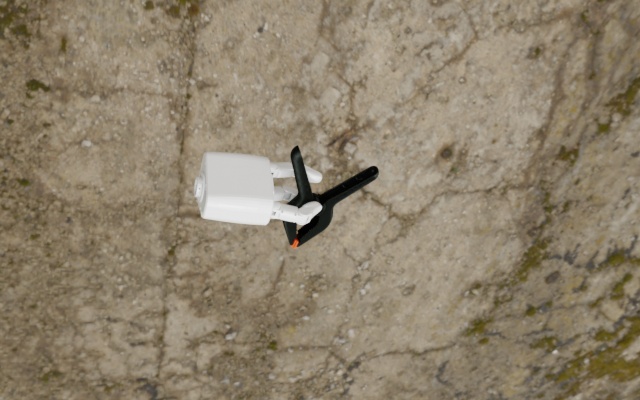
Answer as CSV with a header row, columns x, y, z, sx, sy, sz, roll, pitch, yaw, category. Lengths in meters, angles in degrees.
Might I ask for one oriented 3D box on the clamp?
x,y,z,sx,sy,sz,roll,pitch,yaw,category
0.000,0.004,0.841,0.164,0.210,0.036,7,38,-22,clamp
